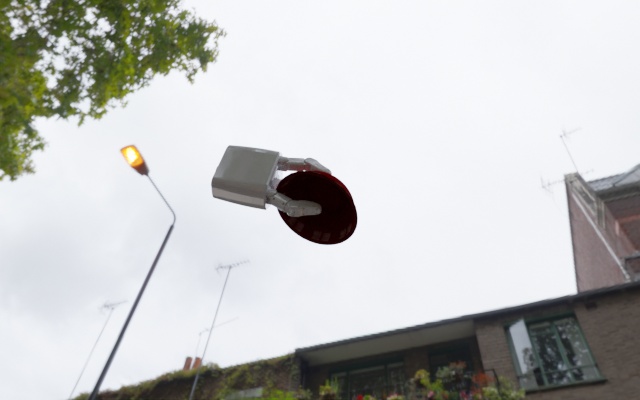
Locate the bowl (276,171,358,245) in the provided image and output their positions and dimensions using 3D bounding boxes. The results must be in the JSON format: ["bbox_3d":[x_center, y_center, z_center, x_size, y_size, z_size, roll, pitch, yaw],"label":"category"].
[{"bbox_3d":[0.001,0.003,0.873,0.162,0.162,0.055,0,34,28],"label":"bowl"}]
